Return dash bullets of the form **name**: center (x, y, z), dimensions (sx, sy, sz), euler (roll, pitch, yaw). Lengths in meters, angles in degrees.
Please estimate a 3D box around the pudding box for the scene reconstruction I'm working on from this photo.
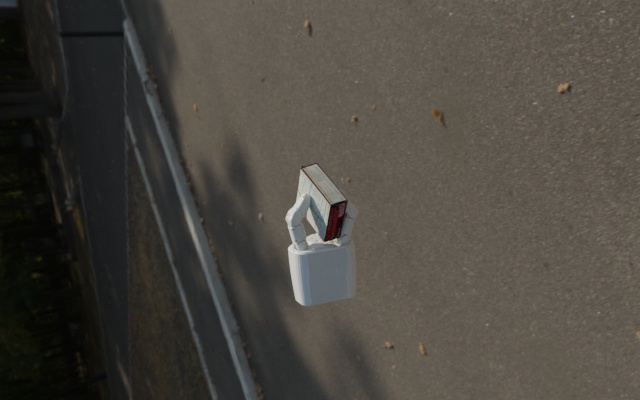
- **pudding box**: center (0.000, 0.003, 0.838), dimensions (0.039, 0.090, 0.113), euler (-16, 47, -28)
